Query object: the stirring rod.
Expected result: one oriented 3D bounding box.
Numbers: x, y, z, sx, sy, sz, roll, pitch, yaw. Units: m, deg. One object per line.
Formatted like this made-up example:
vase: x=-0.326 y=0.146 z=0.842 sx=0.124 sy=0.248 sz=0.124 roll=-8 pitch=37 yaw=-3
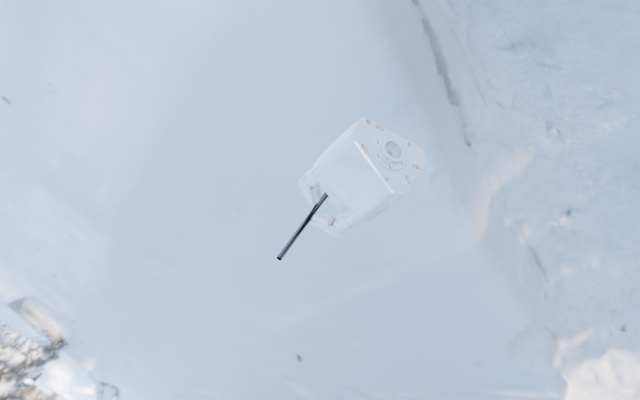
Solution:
stirring rod: x=0.000 y=0.002 z=0.741 sx=0.011 sy=0.011 sz=0.239 roll=0 pitch=41 yaw=41
